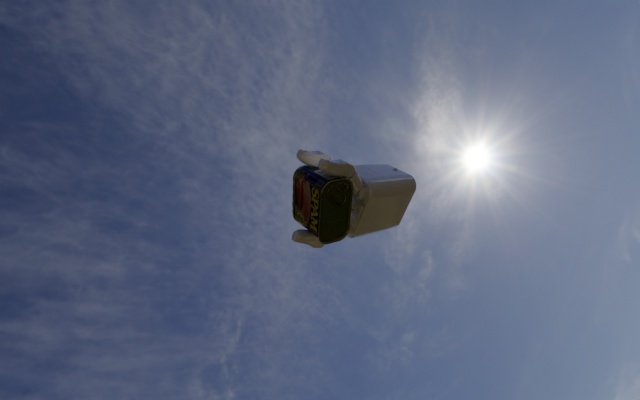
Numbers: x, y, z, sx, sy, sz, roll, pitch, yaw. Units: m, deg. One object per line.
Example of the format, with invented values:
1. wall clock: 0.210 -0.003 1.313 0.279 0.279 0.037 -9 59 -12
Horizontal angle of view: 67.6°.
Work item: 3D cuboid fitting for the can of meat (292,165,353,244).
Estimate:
1. can of meat: 0.000 0.002 0.731 0.057 0.102 0.084 -12 28 -32
